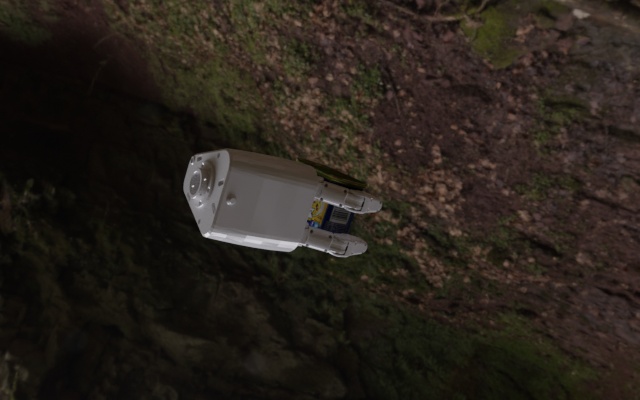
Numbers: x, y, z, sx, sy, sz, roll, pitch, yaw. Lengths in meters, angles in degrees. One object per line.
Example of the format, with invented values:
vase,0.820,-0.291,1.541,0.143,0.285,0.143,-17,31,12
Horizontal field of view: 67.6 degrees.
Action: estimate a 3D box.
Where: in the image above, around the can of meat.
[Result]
can of meat,0.000,0.002,0.595,0.057,0.084,0.102,12,11,-40
